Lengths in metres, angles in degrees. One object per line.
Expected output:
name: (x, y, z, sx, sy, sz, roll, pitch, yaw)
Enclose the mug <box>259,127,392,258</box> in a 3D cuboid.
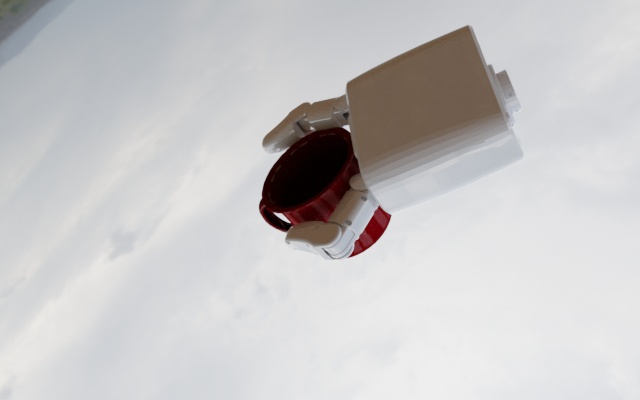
mug: (-0.001, 0.002, 0.421, 0.117, 0.093, 0.081, -22, -51, 26)
